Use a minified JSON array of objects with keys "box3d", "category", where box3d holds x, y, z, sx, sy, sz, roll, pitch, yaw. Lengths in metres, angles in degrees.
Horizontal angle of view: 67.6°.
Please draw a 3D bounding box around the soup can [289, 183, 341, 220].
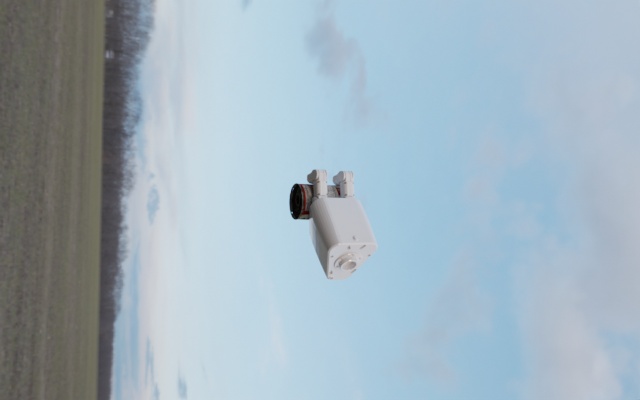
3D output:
[{"box3d":[0.000,0.003,0.899,0.102,0.068,0.068,1,-1,-24],"category":"soup can"}]
